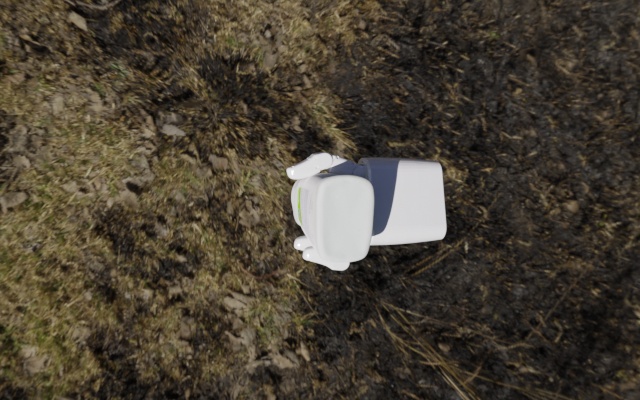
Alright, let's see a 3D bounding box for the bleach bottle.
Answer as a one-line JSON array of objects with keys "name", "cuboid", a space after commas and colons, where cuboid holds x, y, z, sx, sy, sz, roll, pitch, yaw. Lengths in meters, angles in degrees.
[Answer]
[{"name": "bleach bottle", "cuboid": [0.000, 0.002, 0.639, 0.068, 0.102, 0.250, 0, 10, -13]}]
